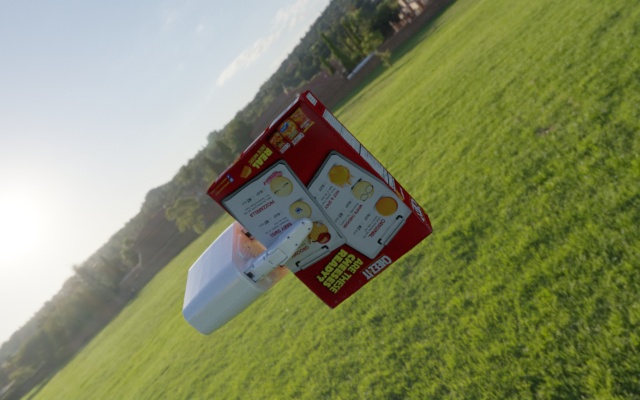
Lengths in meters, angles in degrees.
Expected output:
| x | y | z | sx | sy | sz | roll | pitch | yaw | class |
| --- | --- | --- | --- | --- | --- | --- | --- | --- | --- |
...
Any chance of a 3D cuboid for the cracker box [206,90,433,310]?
| x | y | z | sx | sy | sz | roll | pitch | yaw | class |
| --- | --- | --- | --- | --- | --- | --- | --- | --- | --- |
| 0.000 | 0.002 | 0.574 | 0.164 | 0.214 | 0.072 | -41 | 13 | 20 | cracker box |
